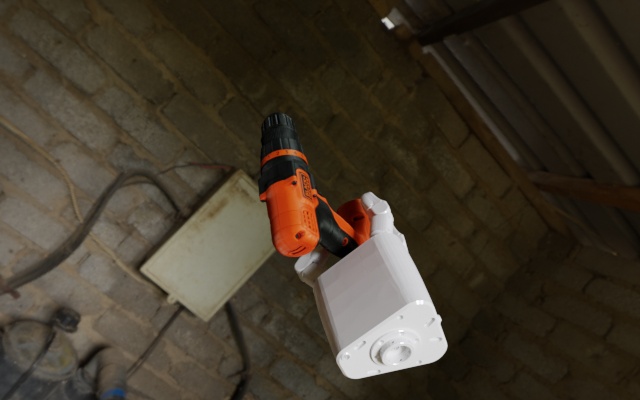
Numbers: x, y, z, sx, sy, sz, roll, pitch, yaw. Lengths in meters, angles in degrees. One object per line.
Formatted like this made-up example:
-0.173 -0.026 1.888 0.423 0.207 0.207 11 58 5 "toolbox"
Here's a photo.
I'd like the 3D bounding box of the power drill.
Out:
0.000 0.002 0.566 0.057 0.184 0.188 -28 -38 26 "power drill"
